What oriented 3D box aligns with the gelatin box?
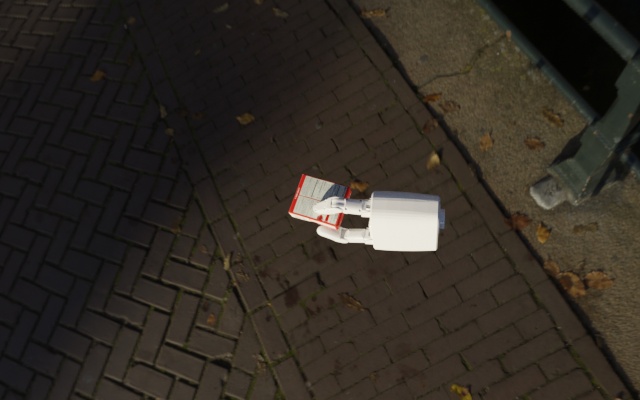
[{"bbox_3d":[0.000,0.002,0.815,0.089,0.073,0.030,16,-13,14],"label":"gelatin box"}]
